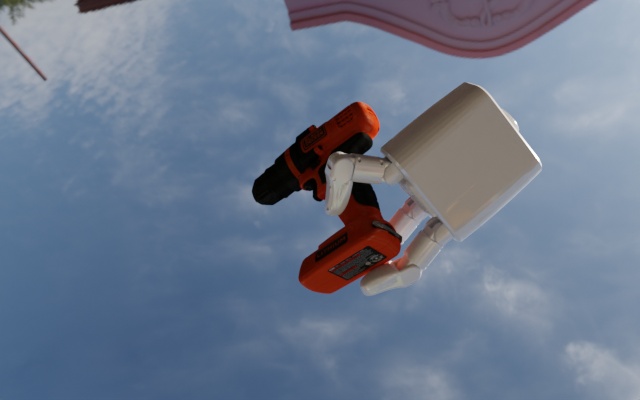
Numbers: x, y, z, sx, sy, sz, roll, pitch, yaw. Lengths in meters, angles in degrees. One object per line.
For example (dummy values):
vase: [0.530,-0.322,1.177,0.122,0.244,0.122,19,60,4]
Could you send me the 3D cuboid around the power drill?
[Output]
power drill: [0.000,0.002,0.523,0.184,0.187,0.057,-35,-41,26]
